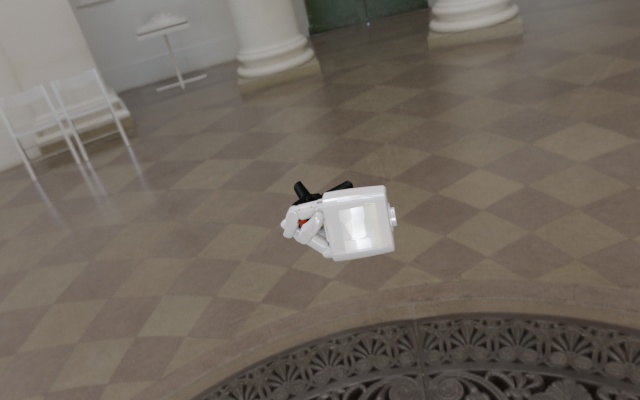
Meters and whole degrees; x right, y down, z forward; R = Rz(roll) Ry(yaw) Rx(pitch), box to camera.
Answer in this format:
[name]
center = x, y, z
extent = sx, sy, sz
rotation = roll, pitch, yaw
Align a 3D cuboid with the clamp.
[clamp]
center = 0.000, 0.002, 0.899
extent = 0.120, 0.039, 0.171
rotation = -9, 28, 10
